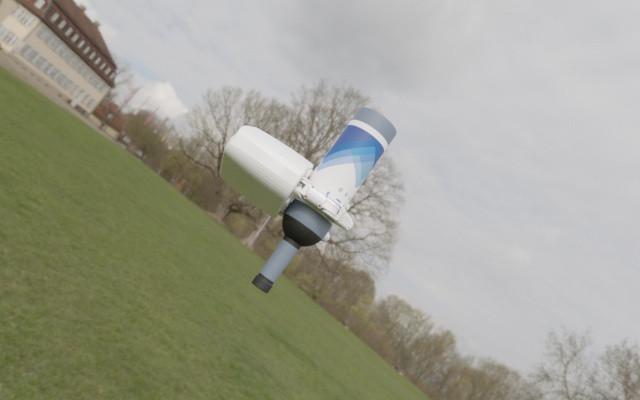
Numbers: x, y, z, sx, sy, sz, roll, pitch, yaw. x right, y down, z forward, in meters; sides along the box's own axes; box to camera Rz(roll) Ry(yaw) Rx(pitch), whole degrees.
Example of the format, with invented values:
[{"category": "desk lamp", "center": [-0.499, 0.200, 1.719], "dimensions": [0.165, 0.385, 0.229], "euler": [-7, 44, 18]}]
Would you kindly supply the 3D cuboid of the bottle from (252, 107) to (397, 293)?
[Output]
[{"category": "bottle", "center": [0.000, 0.002, 0.680], "dimensions": [0.069, 0.295, 0.069], "euler": [34, -9, 6]}]
